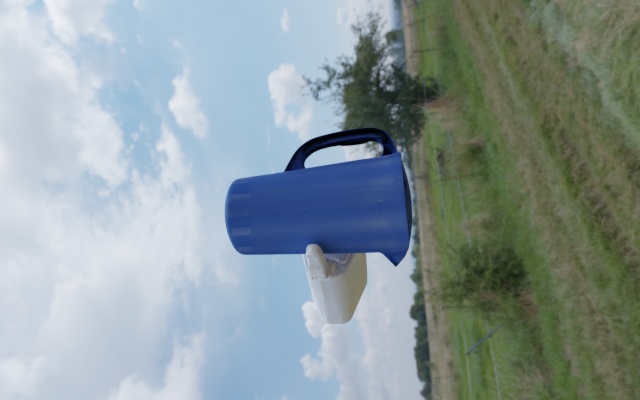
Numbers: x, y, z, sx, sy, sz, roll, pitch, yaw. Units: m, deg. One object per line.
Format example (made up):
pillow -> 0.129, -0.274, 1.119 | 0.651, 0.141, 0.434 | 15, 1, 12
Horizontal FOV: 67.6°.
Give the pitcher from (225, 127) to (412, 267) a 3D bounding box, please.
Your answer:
pitcher -> 0.000, 0.002, 0.651 | 0.243, 0.145, 0.149 | -5, 38, 10
